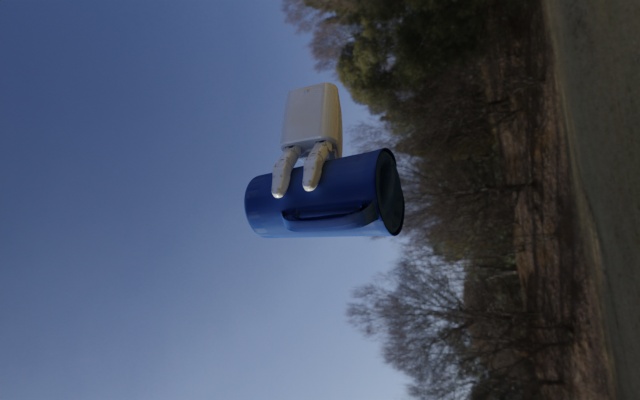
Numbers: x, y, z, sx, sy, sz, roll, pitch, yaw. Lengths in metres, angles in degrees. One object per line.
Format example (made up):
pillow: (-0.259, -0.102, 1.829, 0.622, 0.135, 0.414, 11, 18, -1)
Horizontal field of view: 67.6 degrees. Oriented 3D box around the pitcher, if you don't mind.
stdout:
pitcher: (0.000, 0.002, 0.752, 0.243, 0.145, 0.149, -7, -24, 26)
